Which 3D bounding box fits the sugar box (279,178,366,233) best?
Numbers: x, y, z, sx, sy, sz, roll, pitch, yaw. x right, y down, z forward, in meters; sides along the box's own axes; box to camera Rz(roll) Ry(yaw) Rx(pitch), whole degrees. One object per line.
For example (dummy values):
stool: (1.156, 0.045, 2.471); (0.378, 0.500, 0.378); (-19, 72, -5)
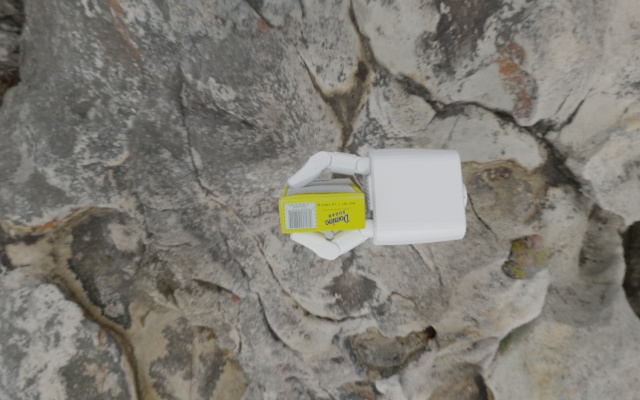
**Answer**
sugar box: (0.000, 0.003, 0.595); (0.093, 0.048, 0.176); (-2, 6, -1)
